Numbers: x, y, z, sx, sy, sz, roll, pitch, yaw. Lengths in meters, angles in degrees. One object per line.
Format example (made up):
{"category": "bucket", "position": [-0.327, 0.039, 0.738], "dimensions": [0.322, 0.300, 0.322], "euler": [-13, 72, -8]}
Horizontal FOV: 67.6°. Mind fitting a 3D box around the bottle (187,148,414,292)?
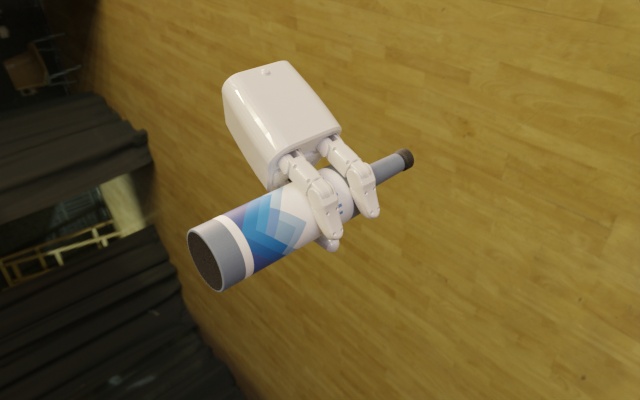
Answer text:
{"category": "bottle", "position": [0.000, 0.002, 0.532], "dimensions": [0.295, 0.069, 0.069], "euler": [-27, 15, -33]}
